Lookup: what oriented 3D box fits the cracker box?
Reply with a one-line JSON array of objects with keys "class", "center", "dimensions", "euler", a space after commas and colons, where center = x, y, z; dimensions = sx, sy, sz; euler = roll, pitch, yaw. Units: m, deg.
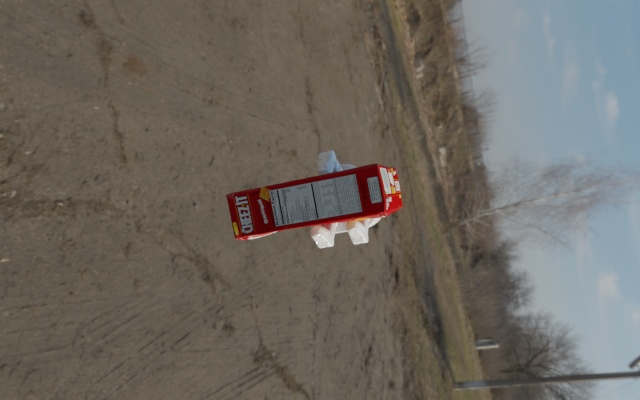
[{"class": "cracker box", "center": [0.000, 0.002, 0.688], "dimensions": [0.214, 0.072, 0.164], "euler": [-11, -1, 16]}]
